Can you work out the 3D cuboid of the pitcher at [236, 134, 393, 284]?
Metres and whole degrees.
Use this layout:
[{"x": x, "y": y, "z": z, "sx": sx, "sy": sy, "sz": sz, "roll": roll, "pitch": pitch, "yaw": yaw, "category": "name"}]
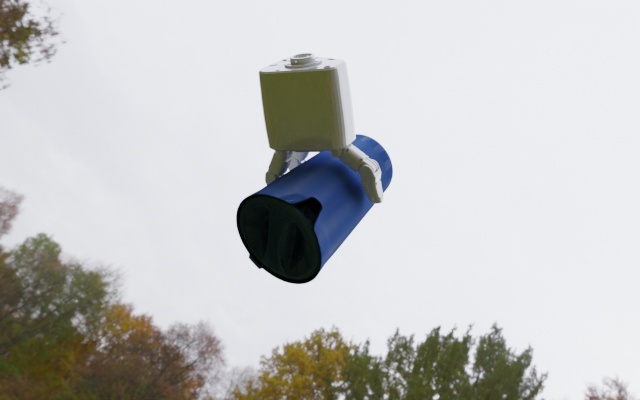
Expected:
[{"x": 0.000, "y": 0.002, "z": 0.685, "sx": 0.149, "sy": 0.145, "sz": 0.242, "roll": 10, "pitch": 33, "yaw": 32, "category": "pitcher"}]
